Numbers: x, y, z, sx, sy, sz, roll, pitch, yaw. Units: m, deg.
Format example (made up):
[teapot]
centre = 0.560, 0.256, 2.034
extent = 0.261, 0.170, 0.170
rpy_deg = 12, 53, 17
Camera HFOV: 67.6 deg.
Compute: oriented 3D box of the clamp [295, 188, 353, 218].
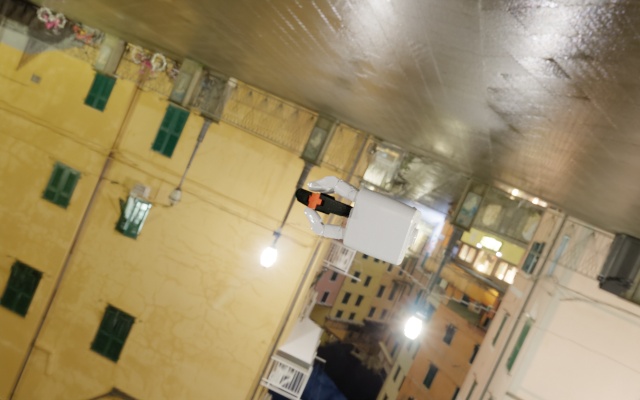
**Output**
[clamp]
centre = 0.000, 0.004, 0.898
extent = 0.164, 0.036, 0.210
rpy_deg = 19, 1, 18
